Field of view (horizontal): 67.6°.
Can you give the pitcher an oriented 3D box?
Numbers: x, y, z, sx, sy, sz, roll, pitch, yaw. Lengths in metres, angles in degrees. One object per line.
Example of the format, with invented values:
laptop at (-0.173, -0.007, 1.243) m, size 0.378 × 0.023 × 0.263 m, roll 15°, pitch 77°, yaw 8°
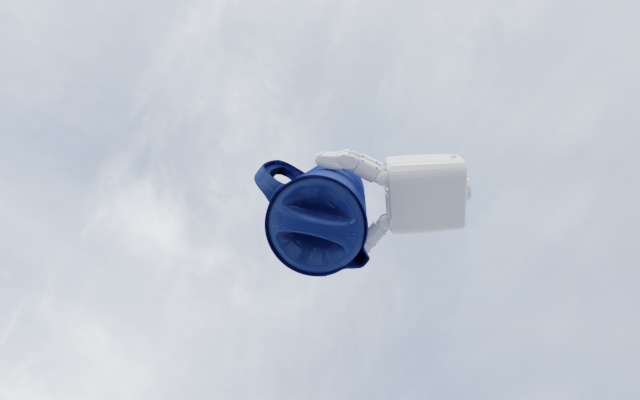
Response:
pitcher at (0.000, 0.002, 0.711) m, size 0.145 × 0.149 × 0.242 m, roll -6°, pitch 12°, yaw 8°
